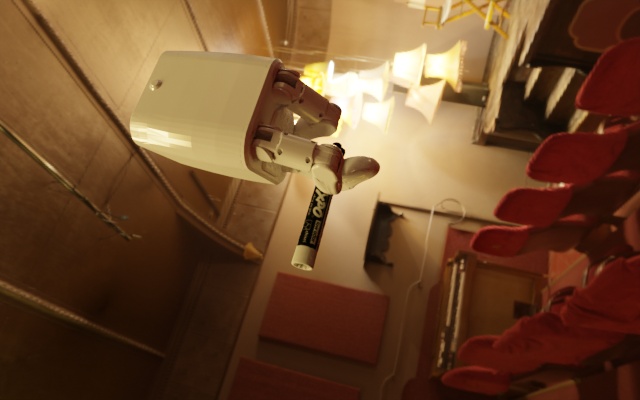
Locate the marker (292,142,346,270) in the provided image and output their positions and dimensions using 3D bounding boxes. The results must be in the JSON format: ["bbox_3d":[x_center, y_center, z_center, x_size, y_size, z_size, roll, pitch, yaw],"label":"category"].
[{"bbox_3d":[0.000,0.001,0.419,0.020,0.121,0.020,14,-23,6],"label":"marker"}]
